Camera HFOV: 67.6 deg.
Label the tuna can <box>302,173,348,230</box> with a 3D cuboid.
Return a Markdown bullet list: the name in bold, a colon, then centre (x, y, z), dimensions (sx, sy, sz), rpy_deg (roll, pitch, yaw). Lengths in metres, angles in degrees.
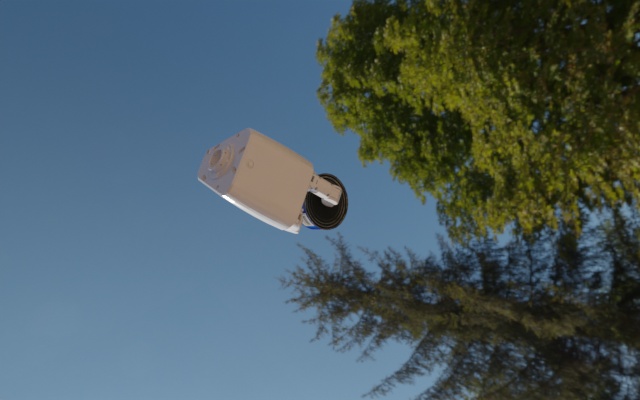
- **tuna can**: centre (0.000, 0.002, 0.731), dimensions (0.086, 0.086, 0.034), rpy_deg (0, -3, -40)
